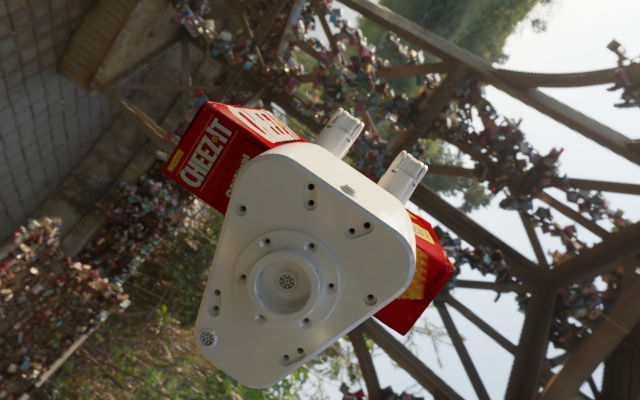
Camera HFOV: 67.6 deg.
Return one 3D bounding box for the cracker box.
[{"bbox_3d":[0.000,0.002,0.413,0.213,0.072,0.164,35,11,1],"label":"cracker box"}]
